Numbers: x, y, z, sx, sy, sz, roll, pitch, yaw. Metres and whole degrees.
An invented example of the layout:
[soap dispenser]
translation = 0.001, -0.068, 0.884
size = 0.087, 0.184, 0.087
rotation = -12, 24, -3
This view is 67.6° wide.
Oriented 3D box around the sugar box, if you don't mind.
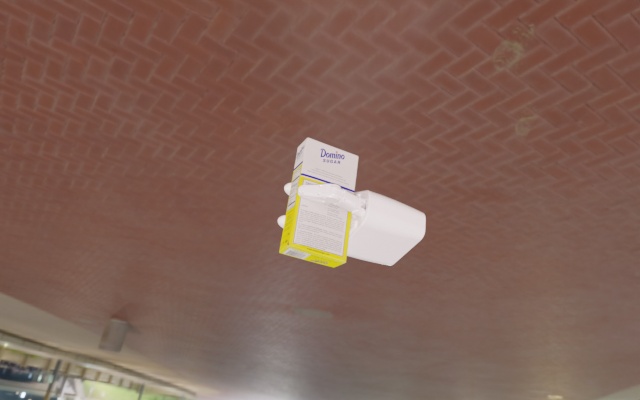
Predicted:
[sugar box]
translation = 0.000, 0.003, 0.716
size = 0.093, 0.176, 0.048
rotation = 19, -28, -20
